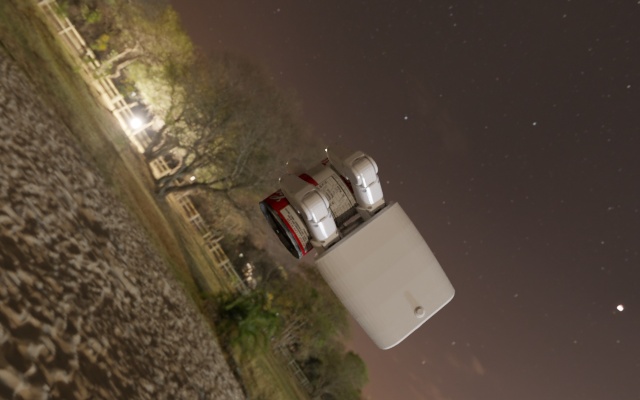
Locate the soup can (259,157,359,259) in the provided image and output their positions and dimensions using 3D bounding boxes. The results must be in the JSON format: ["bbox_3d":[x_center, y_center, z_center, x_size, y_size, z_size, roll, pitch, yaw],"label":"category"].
[{"bbox_3d":[0.000,0.001,0.475,0.102,0.068,0.068,-35,9,-14],"label":"soup can"}]
